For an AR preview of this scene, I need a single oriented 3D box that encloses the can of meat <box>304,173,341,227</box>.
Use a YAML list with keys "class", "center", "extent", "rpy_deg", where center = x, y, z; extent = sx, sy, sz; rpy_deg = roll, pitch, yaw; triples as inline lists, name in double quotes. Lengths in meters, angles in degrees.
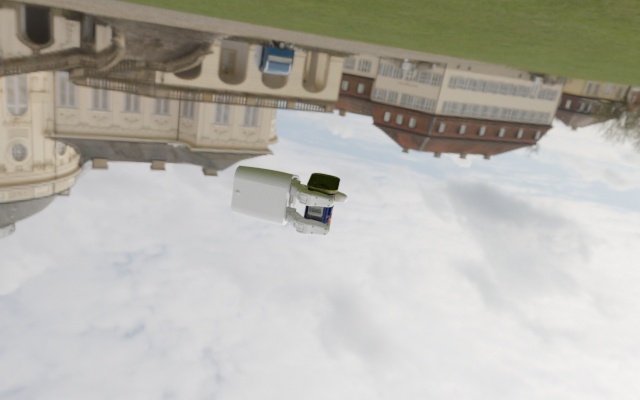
- class: "can of meat"
  center: [0.000, 0.003, 0.892]
  extent: [0.057, 0.084, 0.102]
  rpy_deg: [11, 19, 2]
